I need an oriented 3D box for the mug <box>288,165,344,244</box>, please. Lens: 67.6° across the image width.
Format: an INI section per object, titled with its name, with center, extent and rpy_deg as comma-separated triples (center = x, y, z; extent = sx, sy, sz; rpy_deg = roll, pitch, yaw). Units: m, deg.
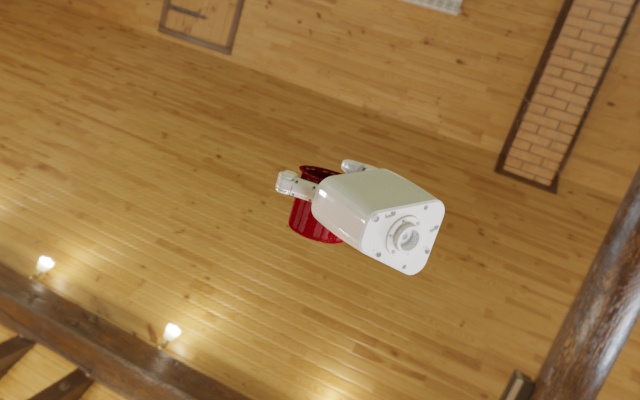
[mug]
center = -0.001, 0.002, 0.645
extent = 0.093, 0.081, 0.117
rpy_deg = 9, 15, -31
